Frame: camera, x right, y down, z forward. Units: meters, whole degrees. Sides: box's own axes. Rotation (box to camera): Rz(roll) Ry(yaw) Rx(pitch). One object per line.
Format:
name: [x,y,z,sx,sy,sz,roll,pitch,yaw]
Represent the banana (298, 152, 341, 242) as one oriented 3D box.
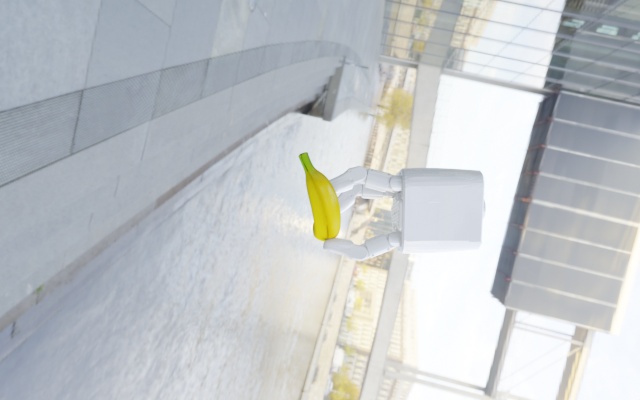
banana: [0.005,0.016,0.632,0.037,0.069,0.198,-14,-30,-5]
